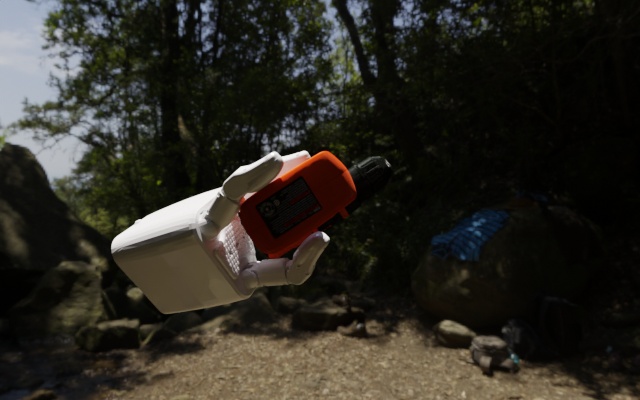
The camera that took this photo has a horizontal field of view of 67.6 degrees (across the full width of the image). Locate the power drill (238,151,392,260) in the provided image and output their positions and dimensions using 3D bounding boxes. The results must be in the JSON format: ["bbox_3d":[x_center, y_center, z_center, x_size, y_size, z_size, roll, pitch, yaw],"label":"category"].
[{"bbox_3d":[0.000,0.002,0.505,0.184,0.057,0.187,-35,-8,1],"label":"power drill"}]
